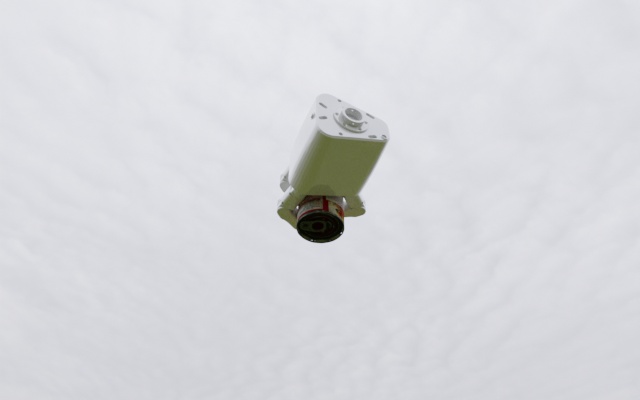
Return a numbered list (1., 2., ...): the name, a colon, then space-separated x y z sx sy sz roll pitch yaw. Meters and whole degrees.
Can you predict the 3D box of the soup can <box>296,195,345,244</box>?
1. soup can: 0.000 0.002 0.700 0.068 0.102 0.069 0 -44 0
